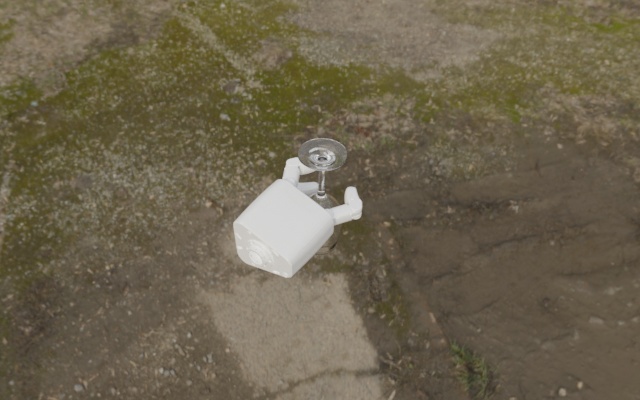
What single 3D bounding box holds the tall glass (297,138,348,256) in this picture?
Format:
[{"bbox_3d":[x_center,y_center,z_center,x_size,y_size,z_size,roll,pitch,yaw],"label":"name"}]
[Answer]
[{"bbox_3d":[0.000,0.002,0.770,0.079,0.201,0.079,1,45,-1],"label":"tall glass"}]
